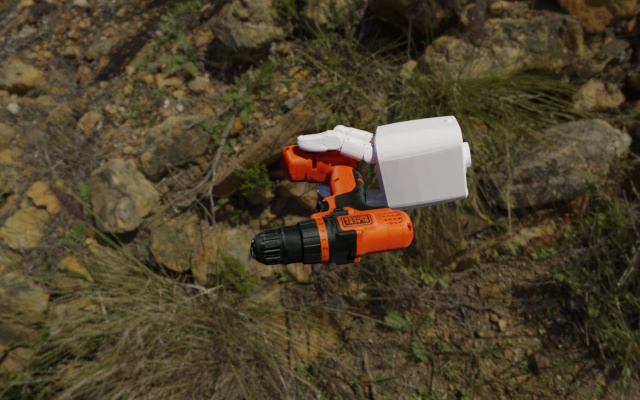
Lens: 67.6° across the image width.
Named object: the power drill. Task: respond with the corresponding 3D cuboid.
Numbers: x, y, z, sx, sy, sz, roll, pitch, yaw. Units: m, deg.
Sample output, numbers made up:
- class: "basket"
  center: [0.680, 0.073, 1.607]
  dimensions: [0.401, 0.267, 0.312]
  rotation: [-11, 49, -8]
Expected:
- class: "power drill"
  center: [0.000, 0.002, 0.589]
  dimensions: [0.184, 0.057, 0.187]
  rotation: [-5, 41, -11]
